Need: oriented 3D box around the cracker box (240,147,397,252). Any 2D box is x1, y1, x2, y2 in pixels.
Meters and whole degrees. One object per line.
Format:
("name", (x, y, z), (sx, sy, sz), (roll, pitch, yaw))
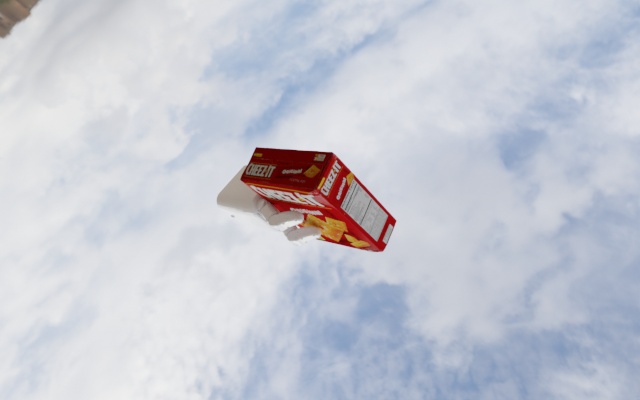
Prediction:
("cracker box", (0.000, 0.002, 0.773), (0.164, 0.072, 0.214), (8, -23, 40))
